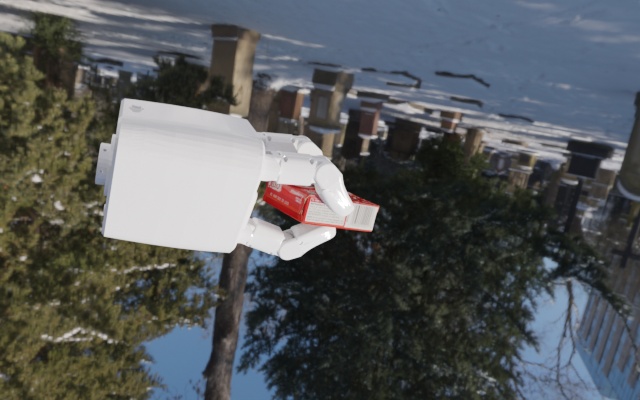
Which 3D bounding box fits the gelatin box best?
[{"bbox_3d":[0.000,0.002,0.466,0.089,0.030,0.073,9,11,-37],"label":"gelatin box"}]
